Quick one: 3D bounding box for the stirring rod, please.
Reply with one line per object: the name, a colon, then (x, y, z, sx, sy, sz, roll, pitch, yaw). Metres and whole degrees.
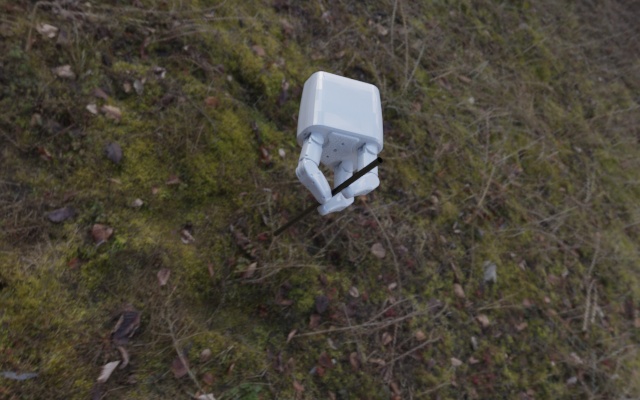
stirring rod: (0.000, 0.002, 0.631, 0.011, 0.011, 0.240, 0, -24, -38)
